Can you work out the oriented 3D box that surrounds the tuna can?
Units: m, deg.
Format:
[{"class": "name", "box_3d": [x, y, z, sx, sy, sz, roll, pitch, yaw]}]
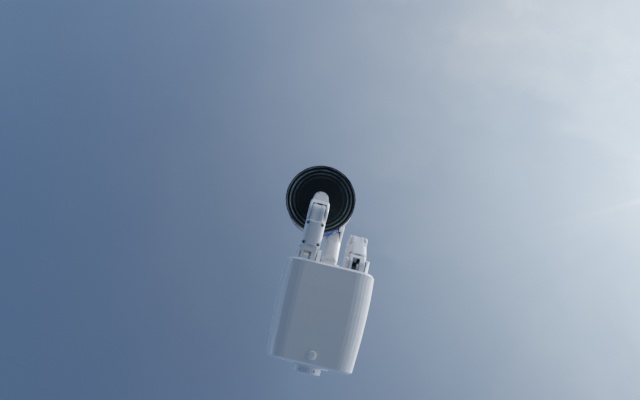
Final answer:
[{"class": "tuna can", "box_3d": [0.000, 0.002, 0.599, 0.086, 0.086, 0.034, 0, -14, -1]}]
